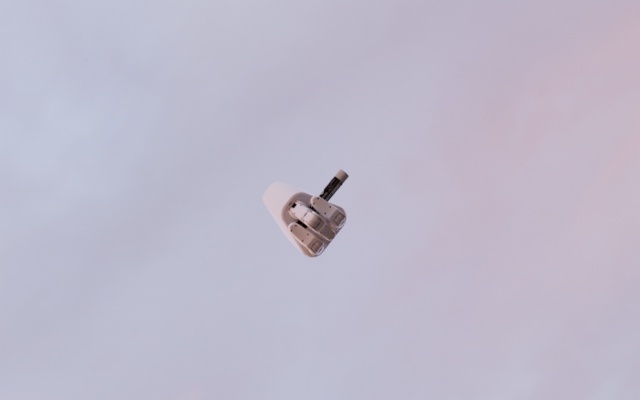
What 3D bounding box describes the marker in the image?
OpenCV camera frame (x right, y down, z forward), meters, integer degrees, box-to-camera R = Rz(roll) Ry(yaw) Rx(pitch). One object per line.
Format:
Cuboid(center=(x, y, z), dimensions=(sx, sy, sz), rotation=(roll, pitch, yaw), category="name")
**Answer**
Cuboid(center=(0.000, 0.002, 0.749), dimensions=(0.020, 0.121, 0.020), rotation=(39, -5, 4), category="marker")
